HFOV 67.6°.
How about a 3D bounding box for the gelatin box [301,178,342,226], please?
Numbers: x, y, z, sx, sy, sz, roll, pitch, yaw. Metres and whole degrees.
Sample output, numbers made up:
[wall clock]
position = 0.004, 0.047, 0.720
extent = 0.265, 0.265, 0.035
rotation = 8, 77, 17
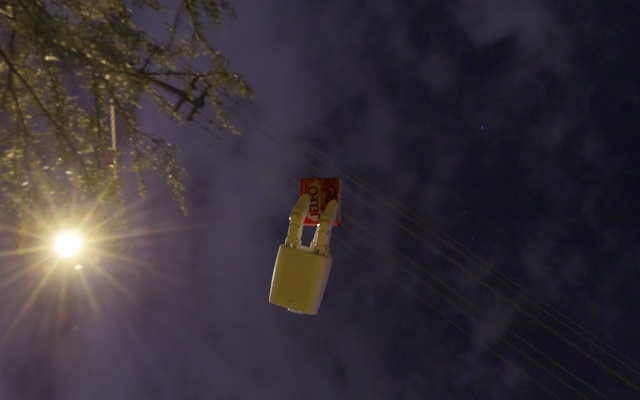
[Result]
[gelatin box]
position = 0.000, 0.003, 0.889
extent = 0.073, 0.089, 0.030
rotation = -1, -12, 14
